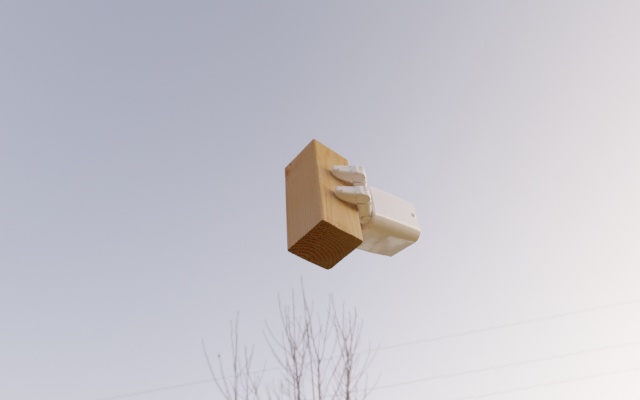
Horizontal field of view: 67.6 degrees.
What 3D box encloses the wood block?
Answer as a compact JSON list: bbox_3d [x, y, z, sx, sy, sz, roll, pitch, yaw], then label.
[{"bbox_3d":[0.000,0.003,0.828,0.090,0.206,0.091,29,-56,-28],"label":"wood block"}]
